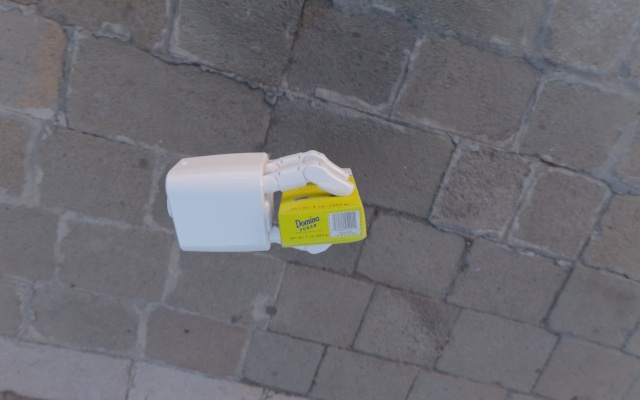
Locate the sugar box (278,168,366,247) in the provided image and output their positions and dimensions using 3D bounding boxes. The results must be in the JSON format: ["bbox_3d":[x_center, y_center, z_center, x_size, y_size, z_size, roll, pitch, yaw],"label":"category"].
[{"bbox_3d":[0.000,0.001,0.588,0.093,0.048,0.176,-5,20,0],"label":"sugar box"}]
